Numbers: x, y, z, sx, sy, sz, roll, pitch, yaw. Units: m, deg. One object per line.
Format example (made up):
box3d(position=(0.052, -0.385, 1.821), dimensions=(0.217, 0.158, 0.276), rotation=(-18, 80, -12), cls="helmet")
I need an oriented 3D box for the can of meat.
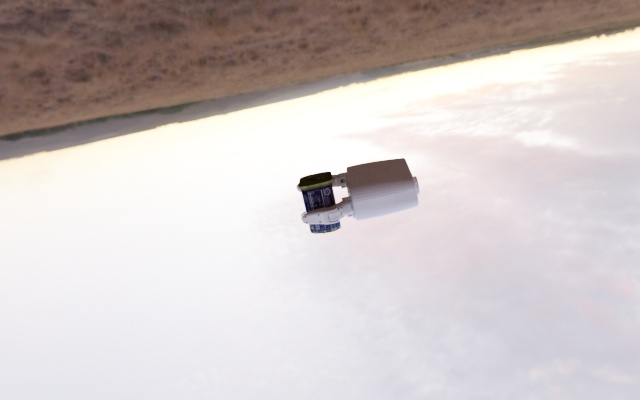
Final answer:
box3d(position=(0.000, 0.003, 0.806), dimensions=(0.057, 0.084, 0.102), rotation=(-12, 13, 2), cls="can of meat")
